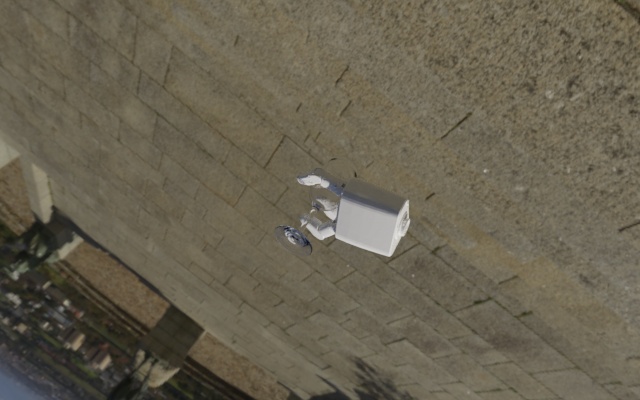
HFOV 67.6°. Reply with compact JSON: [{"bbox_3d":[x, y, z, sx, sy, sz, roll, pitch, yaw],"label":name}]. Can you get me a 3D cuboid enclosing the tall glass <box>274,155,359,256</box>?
[{"bbox_3d":[0.000,0.003,0.865,0.079,0.079,0.201,0,42,39],"label":"tall glass"}]
